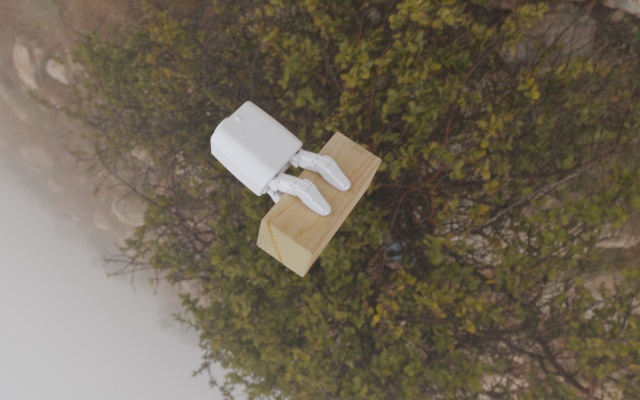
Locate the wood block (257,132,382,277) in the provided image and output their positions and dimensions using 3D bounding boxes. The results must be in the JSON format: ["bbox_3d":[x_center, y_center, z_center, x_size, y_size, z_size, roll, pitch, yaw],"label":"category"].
[{"bbox_3d":[0.000,0.002,0.747,0.090,0.206,0.091,34,-31,7],"label":"wood block"}]
